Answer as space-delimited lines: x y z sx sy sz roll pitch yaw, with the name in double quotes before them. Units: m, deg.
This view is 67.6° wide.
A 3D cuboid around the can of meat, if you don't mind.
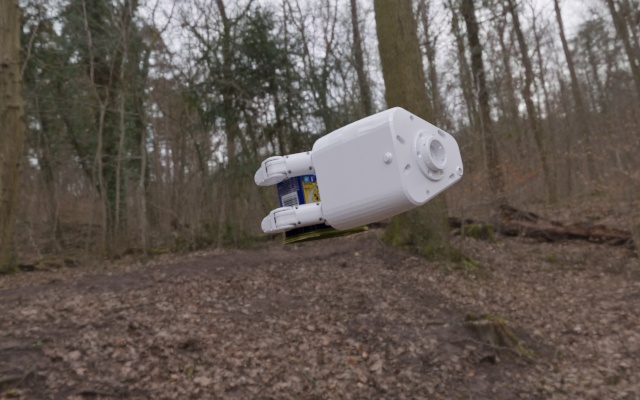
"can of meat" 0.000 0.002 0.556 0.102 0.084 0.057 -4 -9 -40
